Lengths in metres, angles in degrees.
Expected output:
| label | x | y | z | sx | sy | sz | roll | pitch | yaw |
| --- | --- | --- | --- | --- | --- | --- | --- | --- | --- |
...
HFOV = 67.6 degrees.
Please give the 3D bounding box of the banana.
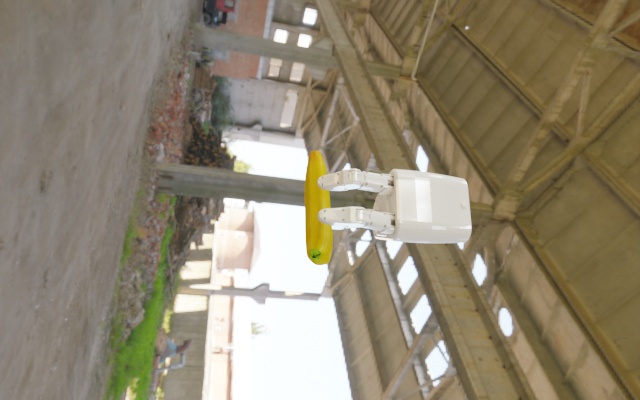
| label | x | y | z | sx | sy | sz | roll | pitch | yaw |
| --- | --- | --- | --- | --- | --- | --- | --- | --- | --- |
| banana | -0.002 | 0.018 | 0.654 | 0.037 | 0.197 | 0.070 | 3 | -44 | -7 |
